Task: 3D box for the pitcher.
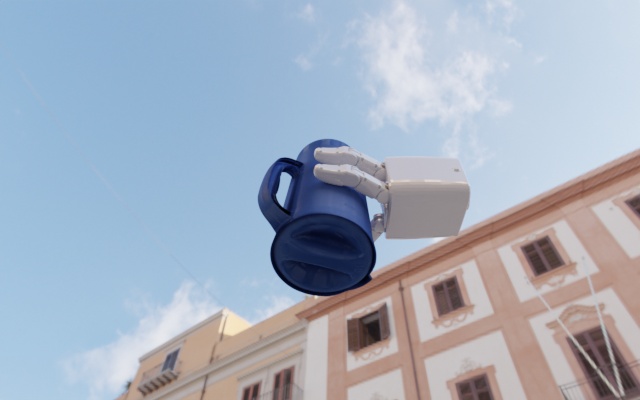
[{"bbox_3d":[0.000,0.002,0.684,0.145,0.149,0.242,-2,33,3],"label":"pitcher"}]
